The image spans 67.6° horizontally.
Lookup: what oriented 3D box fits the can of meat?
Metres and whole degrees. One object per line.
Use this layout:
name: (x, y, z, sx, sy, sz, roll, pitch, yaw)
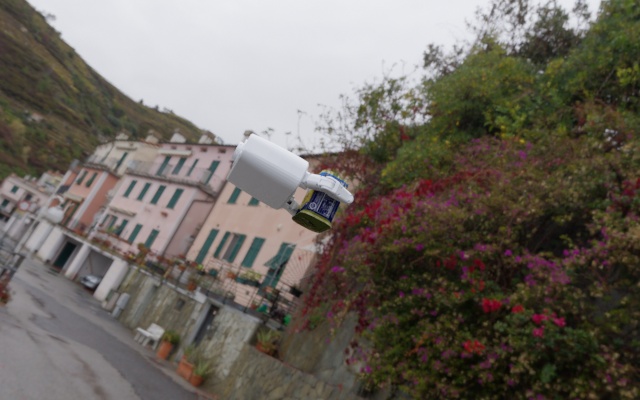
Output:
can of meat: (0.000, 0.002, 0.817, 0.057, 0.084, 0.102, 28, -16, -9)
